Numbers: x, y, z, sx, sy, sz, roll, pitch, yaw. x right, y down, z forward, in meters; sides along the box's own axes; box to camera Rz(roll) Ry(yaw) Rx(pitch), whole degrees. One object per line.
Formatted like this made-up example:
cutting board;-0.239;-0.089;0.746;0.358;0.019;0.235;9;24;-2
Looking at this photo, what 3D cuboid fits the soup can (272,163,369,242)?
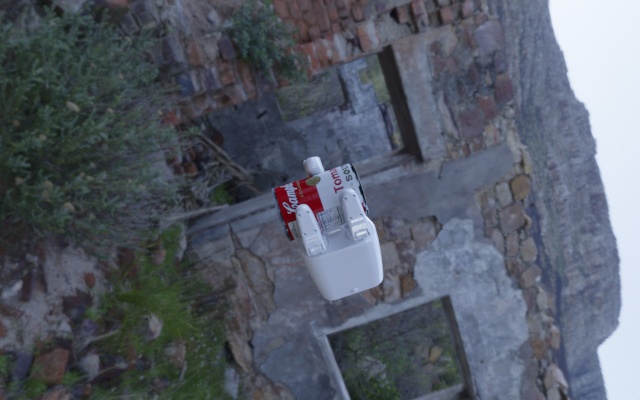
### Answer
soup can;0.000;0.001;0.578;0.102;0.068;0.068;-18;0;0
